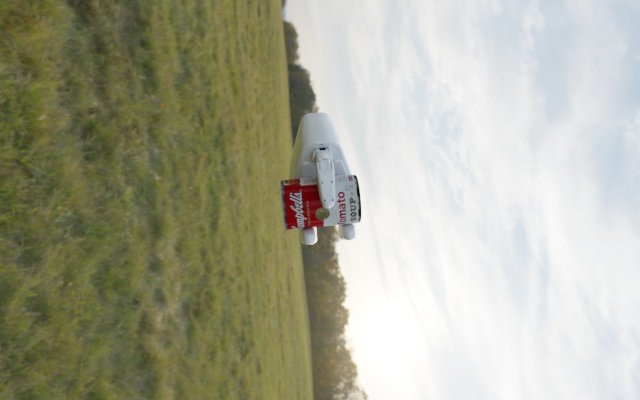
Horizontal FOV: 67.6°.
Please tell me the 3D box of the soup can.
[{"bbox_3d":[0.000,0.002,0.643,0.102,0.068,0.068,-5,0,-2],"label":"soup can"}]
